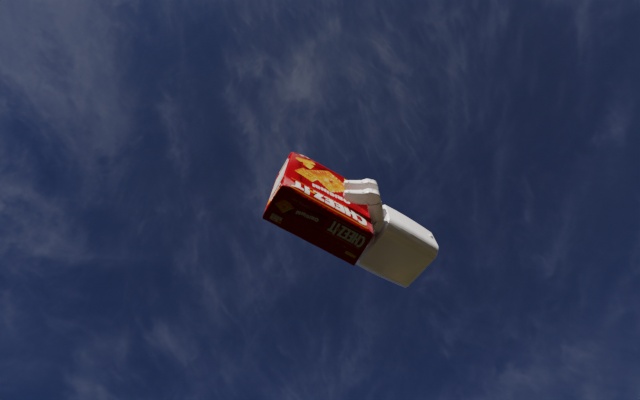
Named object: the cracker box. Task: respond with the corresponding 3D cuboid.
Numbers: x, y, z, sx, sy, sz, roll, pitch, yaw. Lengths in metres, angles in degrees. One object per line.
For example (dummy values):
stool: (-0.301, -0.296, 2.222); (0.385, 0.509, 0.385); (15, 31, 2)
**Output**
cracker box: (0.000, 0.003, 0.818); (0.164, 0.072, 0.213); (28, 18, -9)
